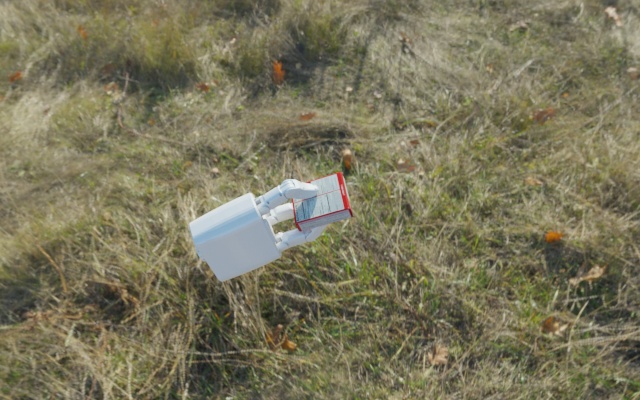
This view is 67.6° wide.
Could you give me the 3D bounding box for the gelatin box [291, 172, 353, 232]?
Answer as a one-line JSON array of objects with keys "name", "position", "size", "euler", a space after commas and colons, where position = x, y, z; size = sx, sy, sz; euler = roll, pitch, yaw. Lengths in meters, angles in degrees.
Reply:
[{"name": "gelatin box", "position": [0.000, 0.002, 0.748], "size": [0.089, 0.073, 0.030], "euler": [-17, -36, 8]}]
